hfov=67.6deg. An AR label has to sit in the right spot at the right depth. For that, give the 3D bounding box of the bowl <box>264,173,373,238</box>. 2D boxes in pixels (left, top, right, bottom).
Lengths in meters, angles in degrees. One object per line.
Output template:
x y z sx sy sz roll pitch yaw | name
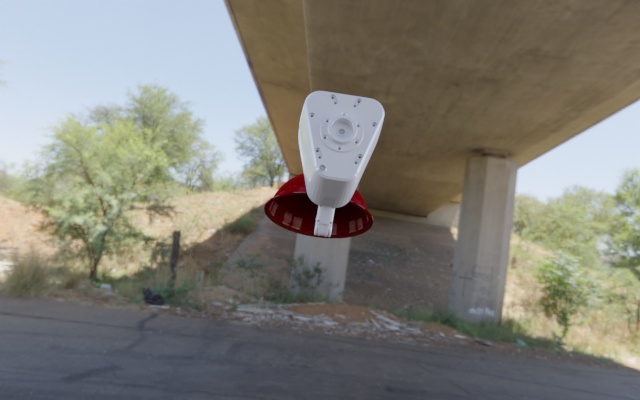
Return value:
0.000 0.002 0.714 0.162 0.055 0.162 6 -26 3 | bowl
